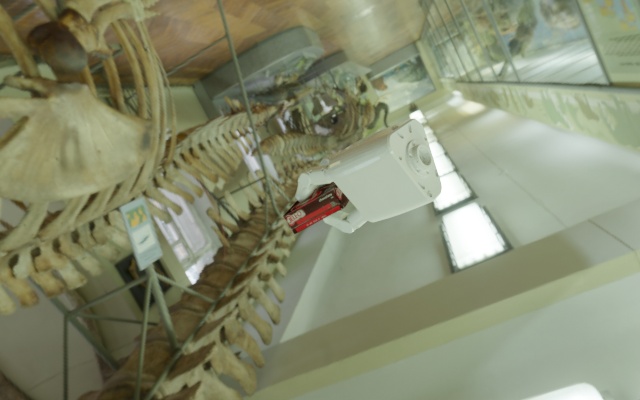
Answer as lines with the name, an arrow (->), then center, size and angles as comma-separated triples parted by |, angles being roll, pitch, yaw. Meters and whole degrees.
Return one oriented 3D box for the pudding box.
pudding box -> 0.000, 0.003, 0.739 | 0.090, 0.039, 0.113 | -28, 6, 17
